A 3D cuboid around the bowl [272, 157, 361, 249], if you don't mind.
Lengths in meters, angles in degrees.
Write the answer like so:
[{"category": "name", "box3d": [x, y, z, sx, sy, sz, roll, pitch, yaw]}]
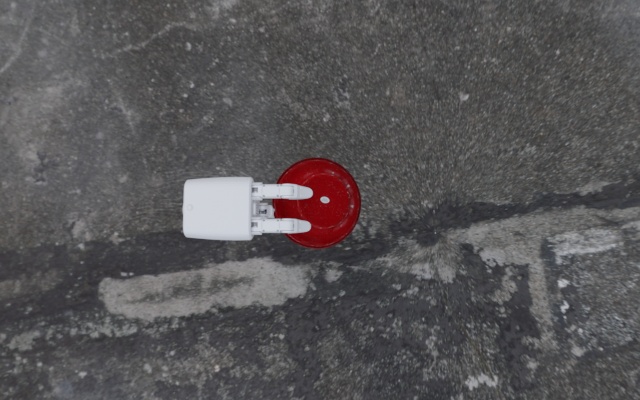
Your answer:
[{"category": "bowl", "box3d": [0.001, 0.002, 0.818, 0.162, 0.162, 0.055, 0, -4, -13]}]
